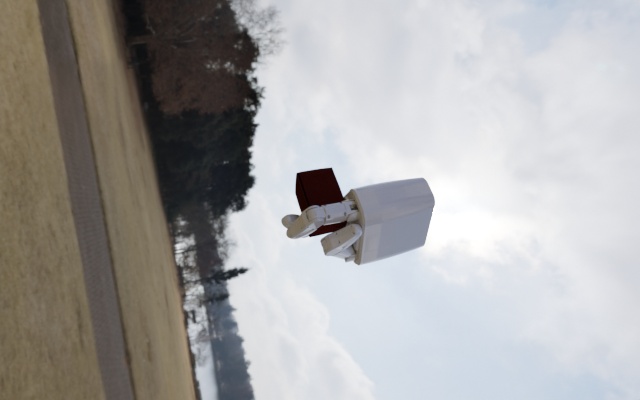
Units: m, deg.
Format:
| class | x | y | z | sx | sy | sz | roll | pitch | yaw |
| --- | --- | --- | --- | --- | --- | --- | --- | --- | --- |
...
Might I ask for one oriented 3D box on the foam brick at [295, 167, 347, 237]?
| class | x | y | z | sx | sy | sz | roll | pitch | yaw |
| --- | --- | --- | --- | --- | --- | --- | --- | --- | --- |
| foam brick | 0.000 | 0.002 | 0.655 | 0.051 | 0.078 | 0.053 | -13 | -27 | -13 |
